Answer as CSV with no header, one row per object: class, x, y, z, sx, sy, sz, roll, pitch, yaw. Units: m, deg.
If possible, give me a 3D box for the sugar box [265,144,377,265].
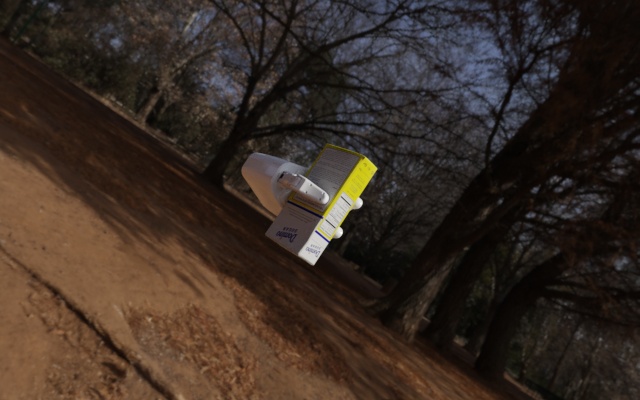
sugar box,0.000,0.003,0.726,0.093,0.176,0.048,25,-10,48
